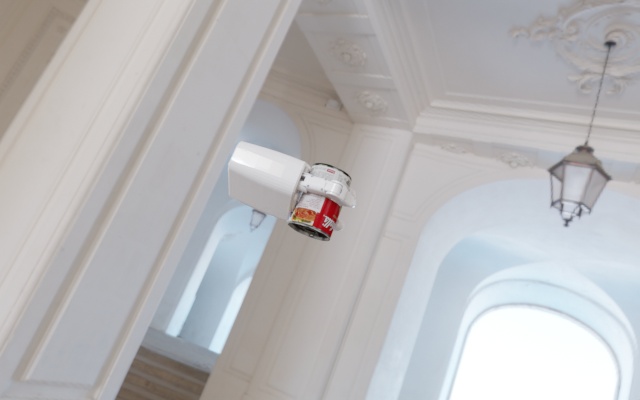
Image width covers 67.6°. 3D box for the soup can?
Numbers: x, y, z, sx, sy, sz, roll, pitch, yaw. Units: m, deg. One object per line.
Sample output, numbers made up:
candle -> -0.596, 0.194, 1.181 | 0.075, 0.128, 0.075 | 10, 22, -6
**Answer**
soup can -> 0.001, 0.002, 0.730 | 0.068, 0.102, 0.068 | 20, -16, 6
